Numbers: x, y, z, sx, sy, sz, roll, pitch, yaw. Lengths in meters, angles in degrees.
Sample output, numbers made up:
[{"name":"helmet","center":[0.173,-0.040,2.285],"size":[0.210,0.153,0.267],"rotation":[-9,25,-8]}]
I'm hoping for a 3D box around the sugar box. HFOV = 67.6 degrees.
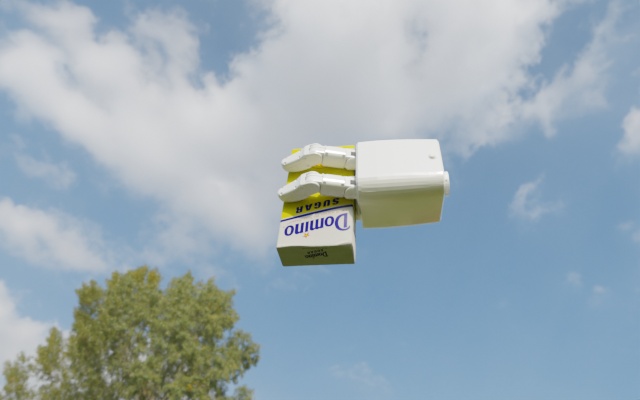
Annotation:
[{"name":"sugar box","center":[0.000,0.002,0.625],"size":[0.093,0.176,0.048],"rotation":[-4,-45,9]}]
